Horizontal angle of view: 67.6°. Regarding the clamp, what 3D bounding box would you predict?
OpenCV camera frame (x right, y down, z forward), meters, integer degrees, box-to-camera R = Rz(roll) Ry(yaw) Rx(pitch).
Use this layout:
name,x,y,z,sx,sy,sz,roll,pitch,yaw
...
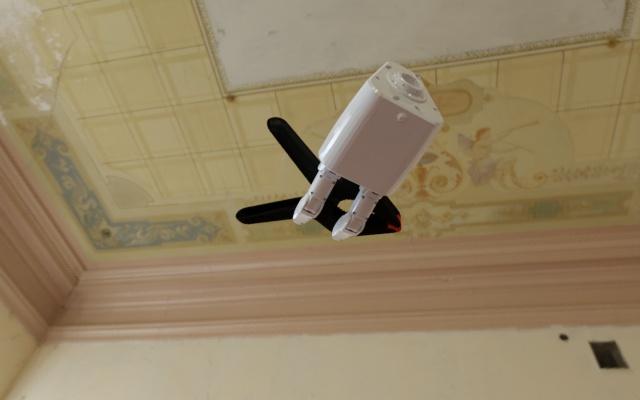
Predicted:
name,x,y,z,sx,sy,sz,roll,pitch,yaw
clamp,0.001,0.002,0.604,0.210,0.165,0.036,25,38,-12
